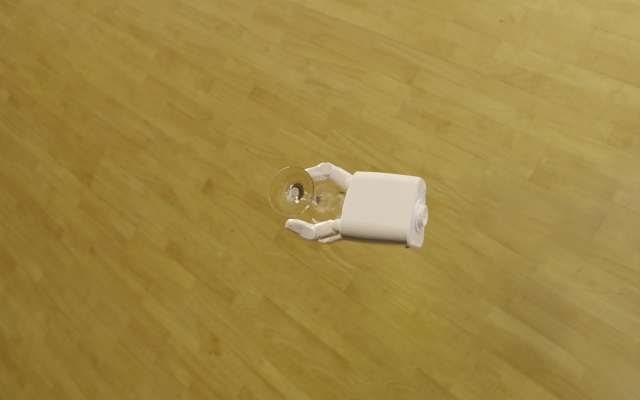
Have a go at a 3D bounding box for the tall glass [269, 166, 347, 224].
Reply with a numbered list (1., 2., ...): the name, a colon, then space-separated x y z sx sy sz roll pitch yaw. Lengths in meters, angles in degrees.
1. tall glass: 0.000 0.002 0.775 0.079 0.079 0.201 0 -9 26
